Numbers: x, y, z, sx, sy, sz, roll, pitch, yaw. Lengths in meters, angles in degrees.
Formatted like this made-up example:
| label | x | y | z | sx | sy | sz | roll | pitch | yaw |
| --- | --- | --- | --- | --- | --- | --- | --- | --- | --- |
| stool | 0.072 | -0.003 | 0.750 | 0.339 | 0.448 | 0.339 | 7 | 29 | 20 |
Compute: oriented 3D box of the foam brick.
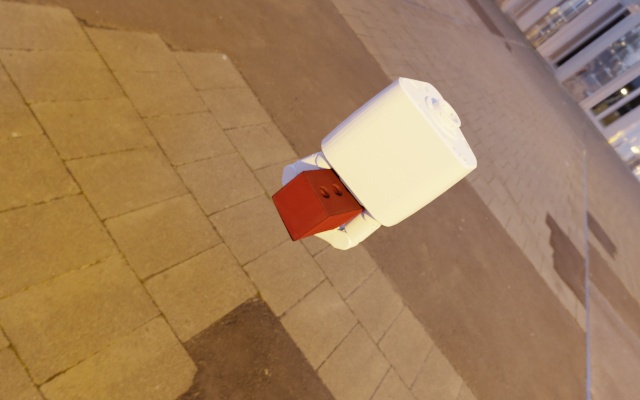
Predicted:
| label | x | y | z | sx | sy | sz | roll | pitch | yaw |
| --- | --- | --- | --- | --- | --- | --- | --- | --- | --- |
| foam brick | 0.000 | 0.002 | 0.487 | 0.051 | 0.053 | 0.078 | -36 | -14 | 33 |
